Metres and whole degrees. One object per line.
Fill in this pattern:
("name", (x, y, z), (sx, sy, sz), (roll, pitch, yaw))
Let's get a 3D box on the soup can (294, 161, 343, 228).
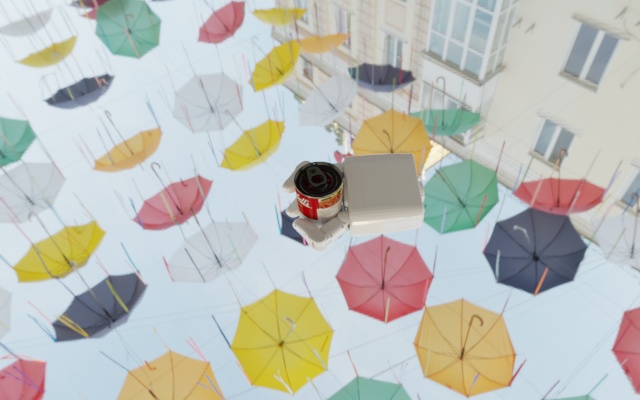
("soup can", (0.000, 0.003, 0.694), (0.068, 0.068, 0.102), (0, -40, 4))
